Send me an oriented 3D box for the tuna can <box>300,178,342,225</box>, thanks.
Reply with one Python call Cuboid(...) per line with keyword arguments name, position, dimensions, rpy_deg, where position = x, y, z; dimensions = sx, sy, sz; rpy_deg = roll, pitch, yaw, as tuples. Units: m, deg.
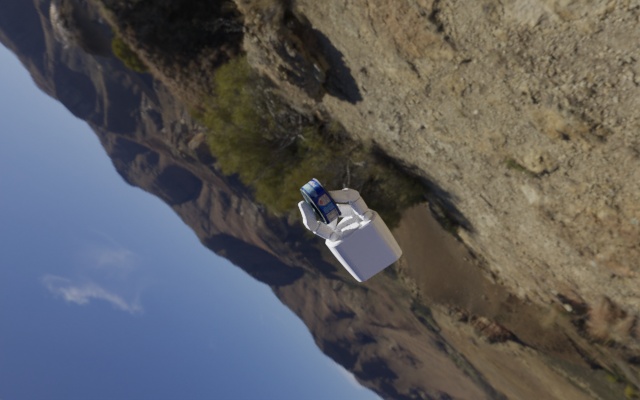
Cuboid(name="tuna can", position=(0.000, 0.003, 0.880), dimensions=(0.034, 0.086, 0.086), rpy_deg=(-37, 5, -7))
